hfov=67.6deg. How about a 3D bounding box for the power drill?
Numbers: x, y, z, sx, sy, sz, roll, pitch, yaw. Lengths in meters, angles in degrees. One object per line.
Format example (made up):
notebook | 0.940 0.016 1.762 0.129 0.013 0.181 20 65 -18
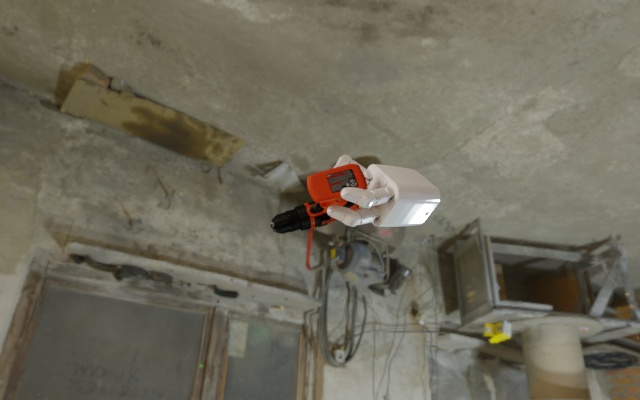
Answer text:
power drill | 0.000 0.003 0.897 0.184 0.057 0.188 -17 -15 -16
